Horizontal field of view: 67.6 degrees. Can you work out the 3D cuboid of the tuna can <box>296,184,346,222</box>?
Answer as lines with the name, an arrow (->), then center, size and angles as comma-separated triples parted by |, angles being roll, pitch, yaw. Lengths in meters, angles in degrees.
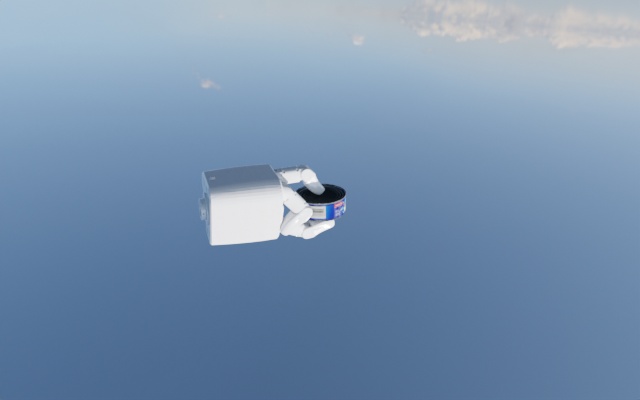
tuna can -> 0.000, 0.003, 0.800 | 0.086, 0.034, 0.086 | -1, 24, 0
